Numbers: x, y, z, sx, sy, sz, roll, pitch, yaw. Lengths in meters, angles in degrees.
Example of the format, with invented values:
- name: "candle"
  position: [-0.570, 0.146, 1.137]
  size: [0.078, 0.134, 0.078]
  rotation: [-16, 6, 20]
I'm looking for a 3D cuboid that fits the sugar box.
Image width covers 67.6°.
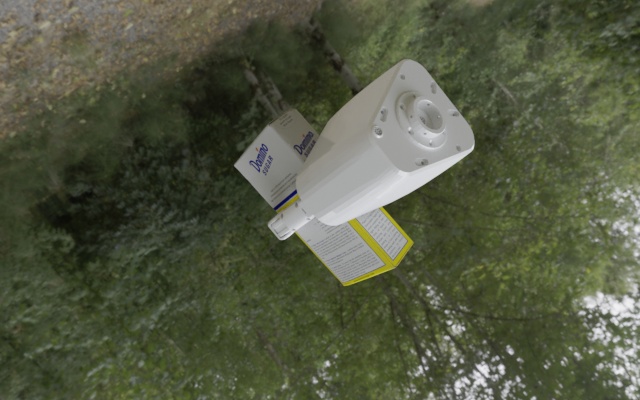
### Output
- name: "sugar box"
  position: [0.001, 0.001, 0.479]
  size: [0.048, 0.176, 0.093]
  rotation: [-42, 5, -37]
